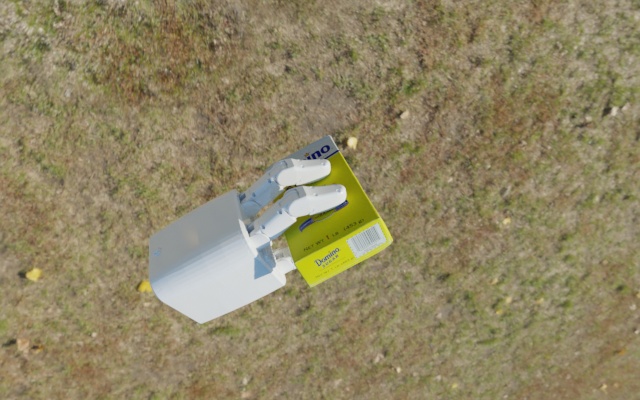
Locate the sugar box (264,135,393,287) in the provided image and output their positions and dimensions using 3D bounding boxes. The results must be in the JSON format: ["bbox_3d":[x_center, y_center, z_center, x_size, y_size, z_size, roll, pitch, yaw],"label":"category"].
[{"bbox_3d":[0.000,0.001,0.513,0.093,0.048,0.176,-28,39,1],"label":"sugar box"}]
